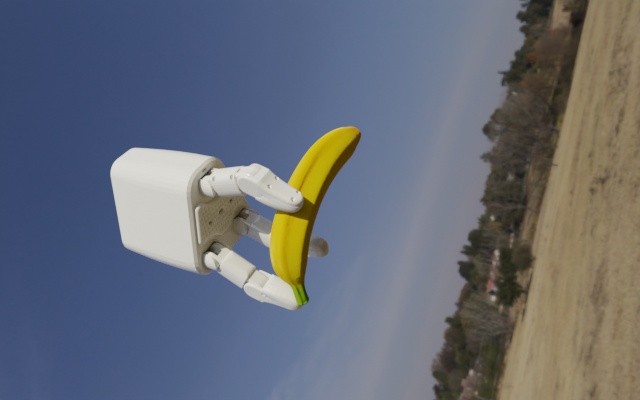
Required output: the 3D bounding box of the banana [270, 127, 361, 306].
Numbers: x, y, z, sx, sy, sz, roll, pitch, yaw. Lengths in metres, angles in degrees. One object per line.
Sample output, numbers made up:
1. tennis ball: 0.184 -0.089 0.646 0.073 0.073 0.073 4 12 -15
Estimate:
1. banana: -0.007 -0.004 0.463 0.037 0.197 0.070 10 -23 26
